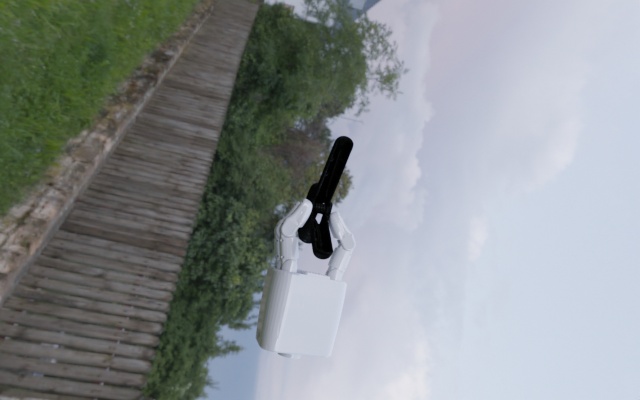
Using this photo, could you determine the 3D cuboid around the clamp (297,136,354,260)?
[{"bbox_3d":[0.001,0.003,0.693,0.036,0.164,0.210,15,-8,-10],"label":"clamp"}]
